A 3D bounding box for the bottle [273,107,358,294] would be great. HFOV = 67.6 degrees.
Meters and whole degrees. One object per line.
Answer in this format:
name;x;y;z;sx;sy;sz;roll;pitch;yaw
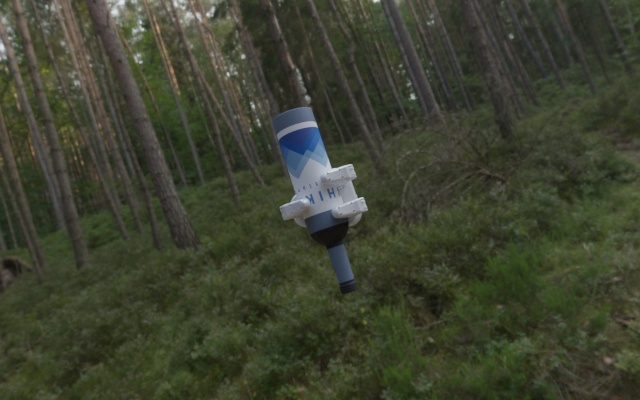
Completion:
bottle;0.000;0.002;0.755;0.069;0.295;0.069;-18;-6;-2
